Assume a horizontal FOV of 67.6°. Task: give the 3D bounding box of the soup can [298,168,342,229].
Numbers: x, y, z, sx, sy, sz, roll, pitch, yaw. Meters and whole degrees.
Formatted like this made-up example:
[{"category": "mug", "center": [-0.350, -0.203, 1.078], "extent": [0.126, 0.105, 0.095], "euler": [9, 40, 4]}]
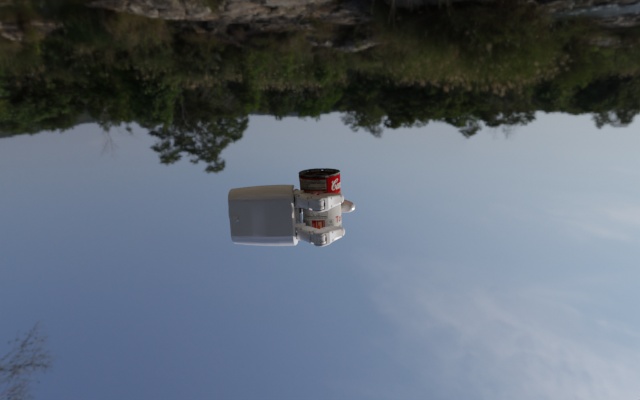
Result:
[{"category": "soup can", "center": [0.001, 0.003, 0.786], "extent": [0.068, 0.102, 0.068], "euler": [-2, 13, 1]}]
